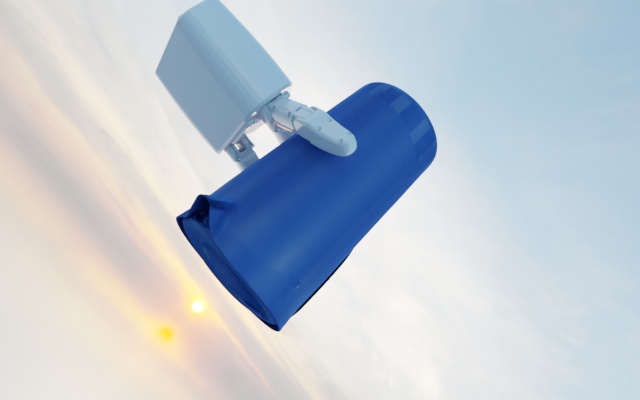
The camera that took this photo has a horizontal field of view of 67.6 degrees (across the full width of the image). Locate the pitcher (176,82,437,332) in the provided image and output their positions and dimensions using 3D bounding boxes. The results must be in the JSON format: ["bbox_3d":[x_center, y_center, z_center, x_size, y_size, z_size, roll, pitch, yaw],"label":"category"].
[{"bbox_3d":[0.000,0.001,0.462,0.242,0.145,0.149,-41,2,-21],"label":"pitcher"}]
